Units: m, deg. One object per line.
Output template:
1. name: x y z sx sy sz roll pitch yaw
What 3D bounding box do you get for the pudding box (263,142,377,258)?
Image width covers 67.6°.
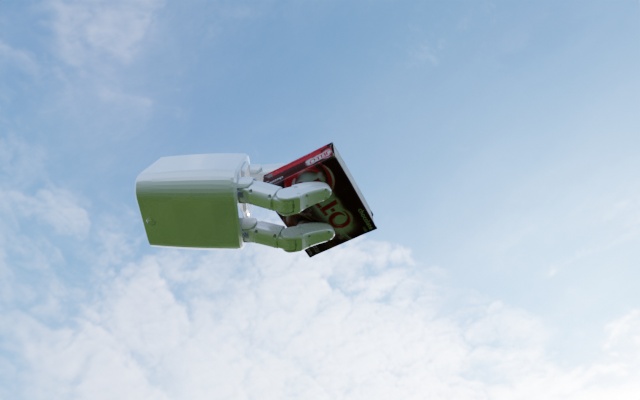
1. pudding box: 0.000 0.002 0.541 0.090 0.113 0.039 -24 34 14
